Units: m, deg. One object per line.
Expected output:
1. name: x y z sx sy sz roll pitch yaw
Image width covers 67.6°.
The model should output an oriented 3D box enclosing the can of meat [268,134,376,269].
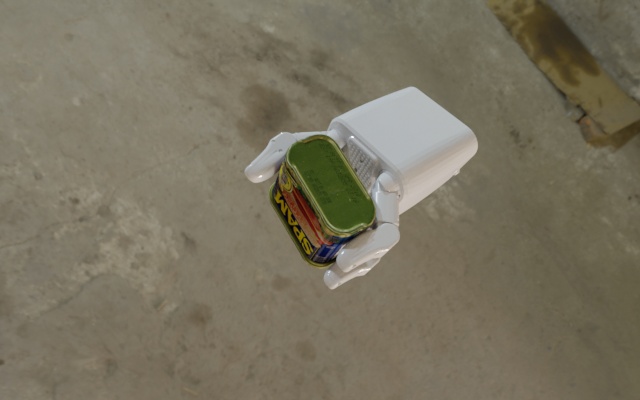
1. can of meat: 0.000 0.001 0.442 0.057 0.102 0.084 -25 -16 -24
